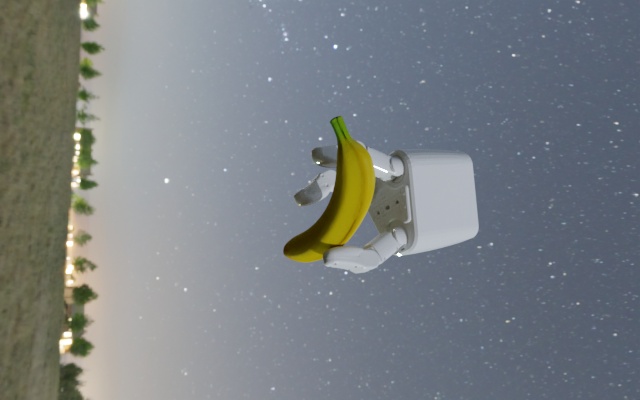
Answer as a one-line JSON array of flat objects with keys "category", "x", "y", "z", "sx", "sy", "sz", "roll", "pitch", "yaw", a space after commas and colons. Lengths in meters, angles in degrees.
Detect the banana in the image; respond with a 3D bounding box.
[{"category": "banana", "x": 0.011, "y": 0.012, "z": 0.485, "sx": 0.037, "sy": 0.198, "sz": 0.069, "roll": -12, "pitch": 52, "yaw": -35}]
